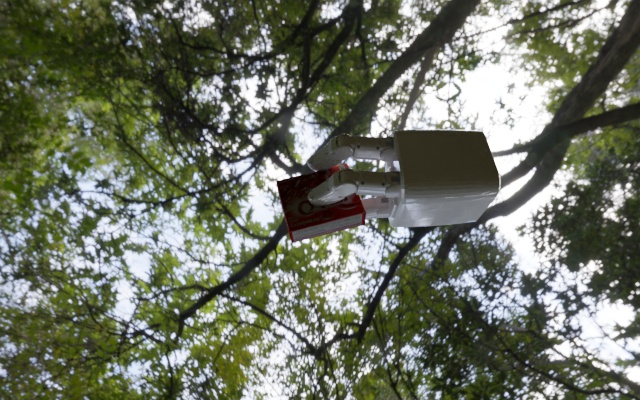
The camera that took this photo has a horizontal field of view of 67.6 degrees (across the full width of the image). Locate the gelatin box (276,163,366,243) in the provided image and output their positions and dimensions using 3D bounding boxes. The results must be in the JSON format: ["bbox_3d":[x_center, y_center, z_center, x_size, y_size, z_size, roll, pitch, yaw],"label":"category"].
[{"bbox_3d":[0.000,0.002,0.549,0.089,0.073,0.030,-14,-34,-5],"label":"gelatin box"}]
